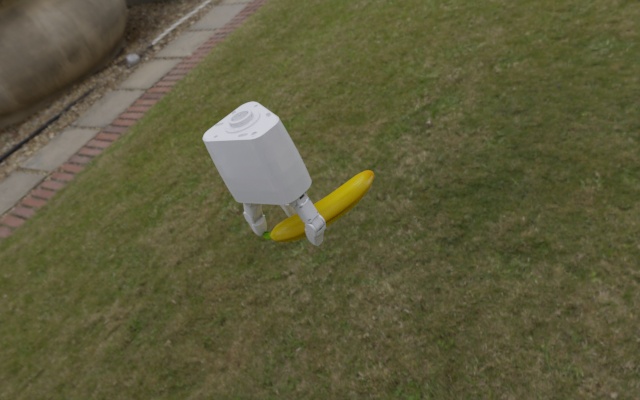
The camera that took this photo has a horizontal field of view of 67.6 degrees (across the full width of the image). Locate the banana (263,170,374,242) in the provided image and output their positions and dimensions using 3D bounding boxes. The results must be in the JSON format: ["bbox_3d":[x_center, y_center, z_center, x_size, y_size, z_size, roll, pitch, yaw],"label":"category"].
[{"bbox_3d":[0.003,0.012,0.714,0.198,0.037,0.069,-29,31,-4],"label":"banana"}]
